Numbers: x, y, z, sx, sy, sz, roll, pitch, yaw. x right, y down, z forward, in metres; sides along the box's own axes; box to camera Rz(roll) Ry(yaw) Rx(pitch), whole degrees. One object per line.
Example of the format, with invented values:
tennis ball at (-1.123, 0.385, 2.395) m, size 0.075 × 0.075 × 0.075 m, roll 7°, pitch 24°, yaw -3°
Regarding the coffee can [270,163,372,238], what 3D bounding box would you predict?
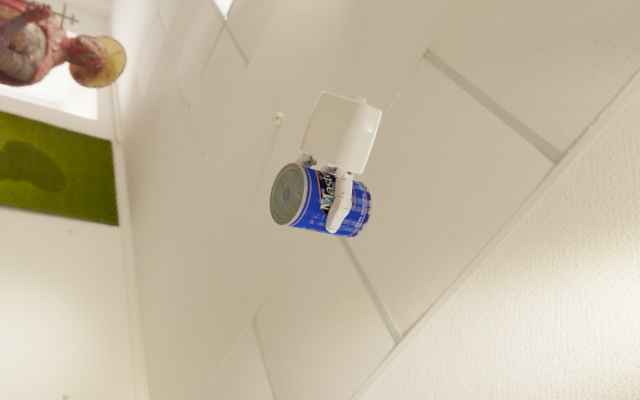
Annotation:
coffee can at (0.000, 0.003, 0.804) m, size 0.140 × 0.103 × 0.103 m, roll 13°, pitch -8°, yaw -35°
